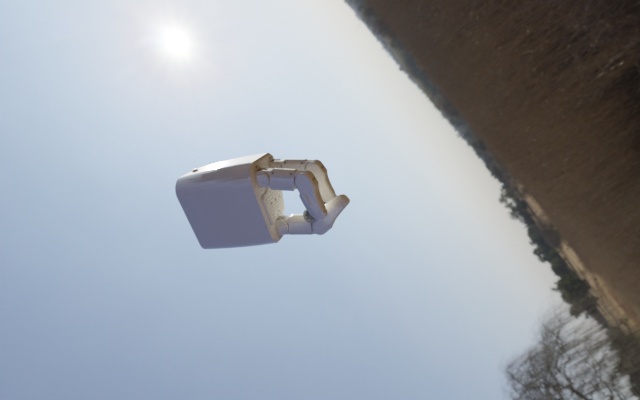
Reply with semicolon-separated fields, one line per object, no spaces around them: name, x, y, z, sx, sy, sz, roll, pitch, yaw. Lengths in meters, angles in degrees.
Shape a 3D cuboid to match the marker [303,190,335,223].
marker;0.000;0.002;0.633;0.020;0.020;0.121;0;16;13
